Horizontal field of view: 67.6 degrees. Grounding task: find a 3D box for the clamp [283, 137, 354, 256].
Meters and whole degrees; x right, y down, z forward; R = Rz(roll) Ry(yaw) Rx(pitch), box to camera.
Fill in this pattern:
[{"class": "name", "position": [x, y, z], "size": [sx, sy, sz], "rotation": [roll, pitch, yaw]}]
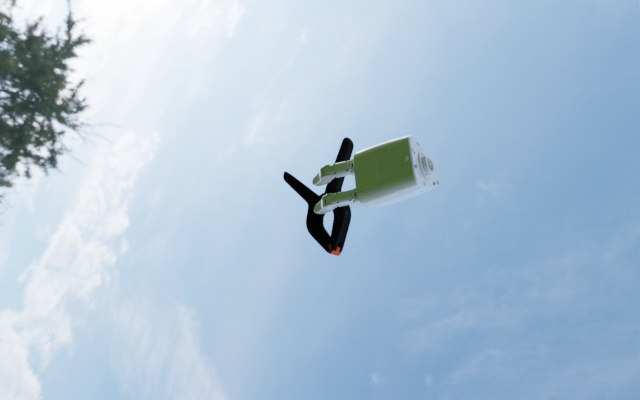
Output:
[{"class": "clamp", "position": [0.001, 0.004, 0.883], "size": [0.164, 0.210, 0.036], "rotation": [-20, -25, 34]}]
